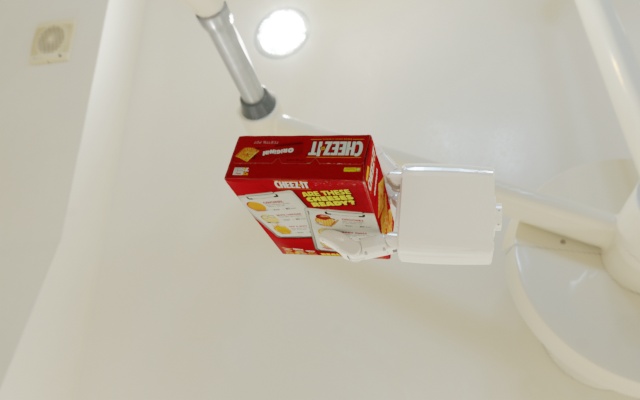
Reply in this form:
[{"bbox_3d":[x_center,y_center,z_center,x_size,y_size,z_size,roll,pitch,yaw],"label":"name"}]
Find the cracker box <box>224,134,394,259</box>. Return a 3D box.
[{"bbox_3d":[0.000,0.002,0.613,0.164,0.072,0.214,1,-29,17],"label":"cracker box"}]
